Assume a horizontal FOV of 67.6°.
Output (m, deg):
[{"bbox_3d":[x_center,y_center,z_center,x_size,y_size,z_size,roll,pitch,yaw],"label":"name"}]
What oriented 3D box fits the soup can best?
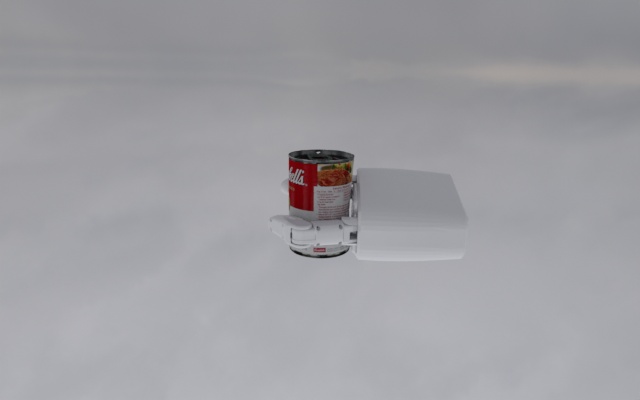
[{"bbox_3d":[0.000,0.002,0.502,0.068,0.102,0.068,1,16,0],"label":"soup can"}]
